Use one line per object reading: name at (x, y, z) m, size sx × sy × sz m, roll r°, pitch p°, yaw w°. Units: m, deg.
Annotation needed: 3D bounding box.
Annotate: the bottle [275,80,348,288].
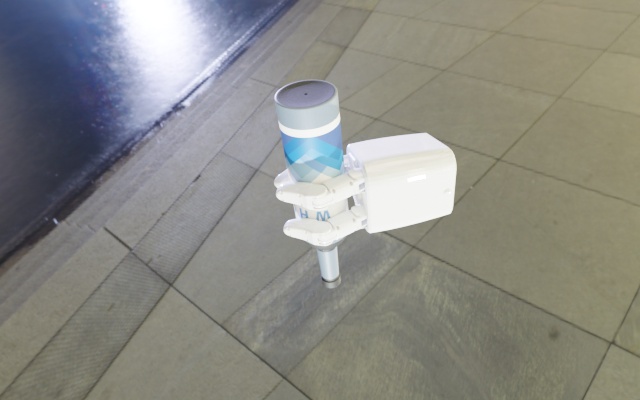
bottle at (0.000, 0.002, 0.590) m, size 0.069 × 0.296 × 0.069 m, roll -5°, pitch 39°, yaw 4°
